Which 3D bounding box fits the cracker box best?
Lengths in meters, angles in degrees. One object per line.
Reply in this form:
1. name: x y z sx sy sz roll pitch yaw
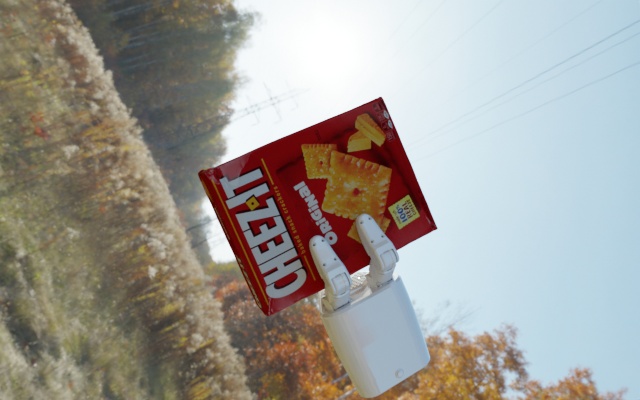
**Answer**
1. cracker box: 0.000 0.002 0.523 0.213 0.164 0.072 -25 7 -16
